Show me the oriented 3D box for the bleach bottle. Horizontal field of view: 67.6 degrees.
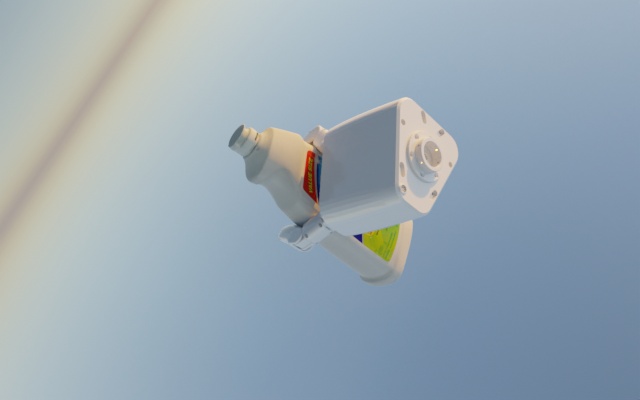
[{"bbox_3d":[0.000,0.002,0.556,0.251,0.102,0.068,35,-29,-28],"label":"bleach bottle"}]
